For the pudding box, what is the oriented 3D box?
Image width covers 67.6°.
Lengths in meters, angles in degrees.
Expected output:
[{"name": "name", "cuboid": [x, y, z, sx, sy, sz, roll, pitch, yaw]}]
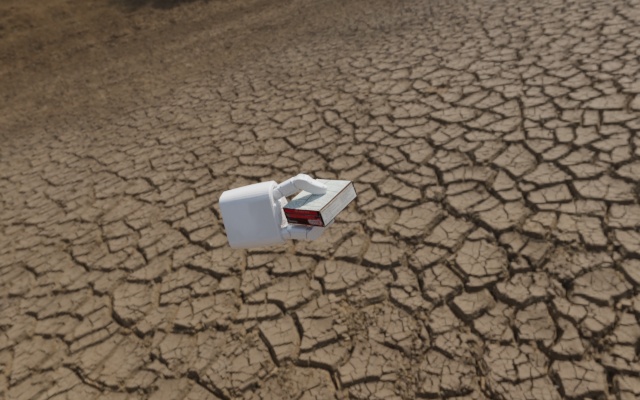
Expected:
[{"name": "pudding box", "cuboid": [0.000, 0.003, 0.874, 0.090, 0.039, 0.113, 6, 36, 39]}]
